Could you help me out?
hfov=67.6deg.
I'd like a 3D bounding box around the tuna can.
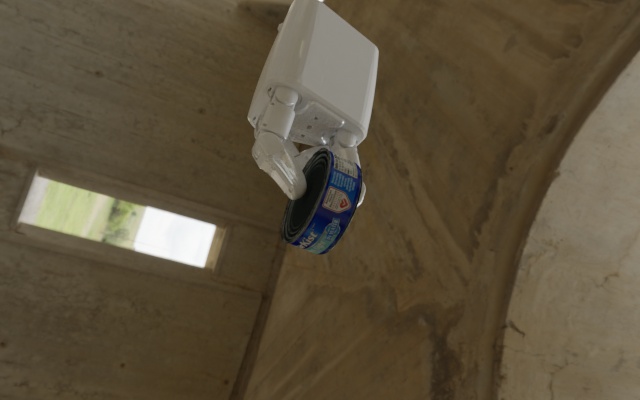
[{"bbox_3d":[0.001,0.002,0.402,0.034,0.086,0.086,23,-7,-17],"label":"tuna can"}]
